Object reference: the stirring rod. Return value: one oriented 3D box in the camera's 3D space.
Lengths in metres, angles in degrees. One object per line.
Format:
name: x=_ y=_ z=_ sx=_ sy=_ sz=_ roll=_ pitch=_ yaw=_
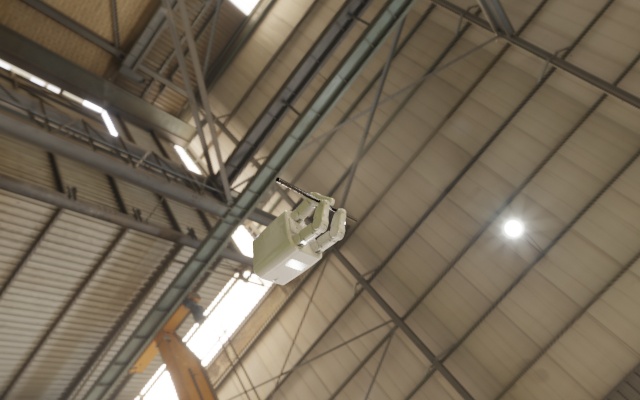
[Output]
stirring rod: x=0.000 y=0.003 z=0.889 sx=0.011 sy=0.011 sz=0.239 roll=0 pitch=-19 yaw=39
